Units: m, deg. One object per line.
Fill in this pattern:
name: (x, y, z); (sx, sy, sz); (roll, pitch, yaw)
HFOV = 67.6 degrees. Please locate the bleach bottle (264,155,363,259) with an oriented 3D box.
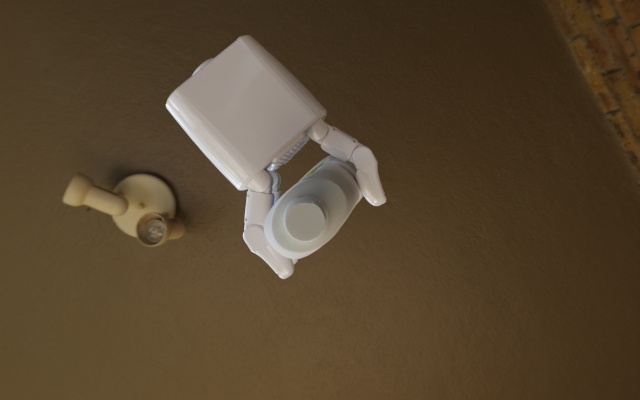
bleach bottle: (0.000, 0.002, 0.462); (0.102, 0.068, 0.251); (-43, 1, 4)
